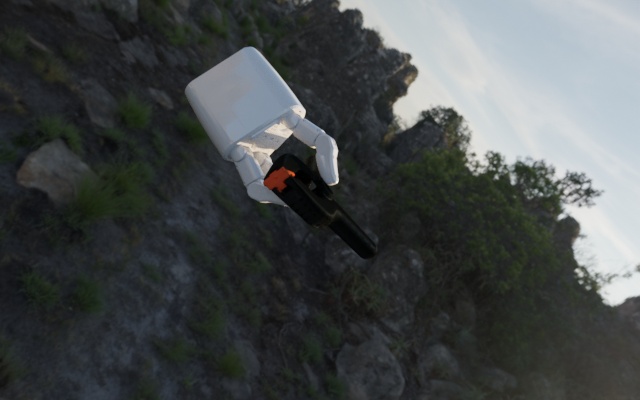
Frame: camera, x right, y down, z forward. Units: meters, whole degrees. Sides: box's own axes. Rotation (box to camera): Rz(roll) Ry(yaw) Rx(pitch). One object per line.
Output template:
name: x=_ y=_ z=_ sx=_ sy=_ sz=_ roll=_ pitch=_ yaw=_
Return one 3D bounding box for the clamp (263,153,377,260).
clamp: x=0.000 y=0.001 z=0.560 sx=0.036 sy=0.164 sz=0.210 roll=-37 pitch=-13 yaw=12
